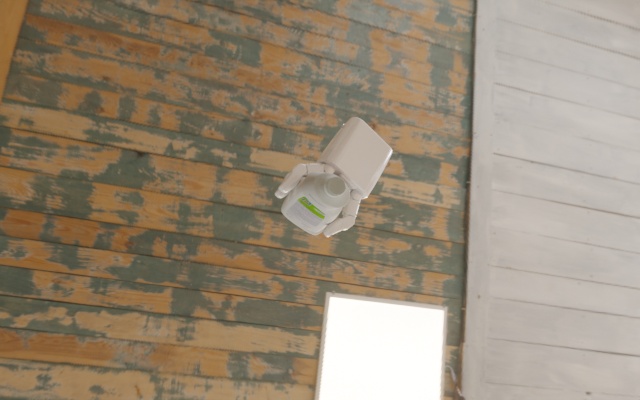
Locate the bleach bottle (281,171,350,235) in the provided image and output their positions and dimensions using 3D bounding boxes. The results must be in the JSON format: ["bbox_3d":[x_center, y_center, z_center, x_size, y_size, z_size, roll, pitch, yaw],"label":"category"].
[{"bbox_3d":[0.000,0.003,0.836,0.102,0.068,0.251,33,-16,-8],"label":"bleach bottle"}]
